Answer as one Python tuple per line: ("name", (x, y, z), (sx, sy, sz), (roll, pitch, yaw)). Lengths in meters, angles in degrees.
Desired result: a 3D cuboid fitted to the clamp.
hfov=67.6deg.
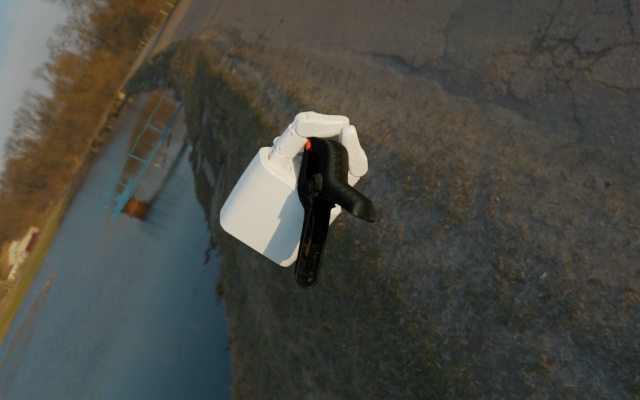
("clamp", (0.000, 0.001, 0.488), (0.039, 0.120, 0.171), (26, 29, -26))
